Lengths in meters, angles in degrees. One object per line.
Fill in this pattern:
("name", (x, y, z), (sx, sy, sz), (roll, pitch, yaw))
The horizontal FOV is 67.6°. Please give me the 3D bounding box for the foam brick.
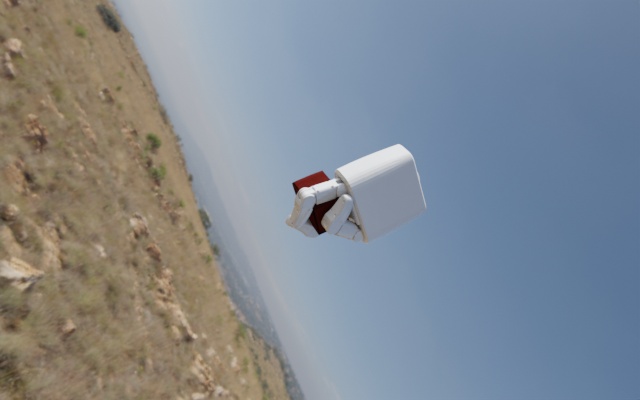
("foam brick", (0.000, 0.002, 0.710), (0.051, 0.053, 0.078), (-25, 42, -10))
